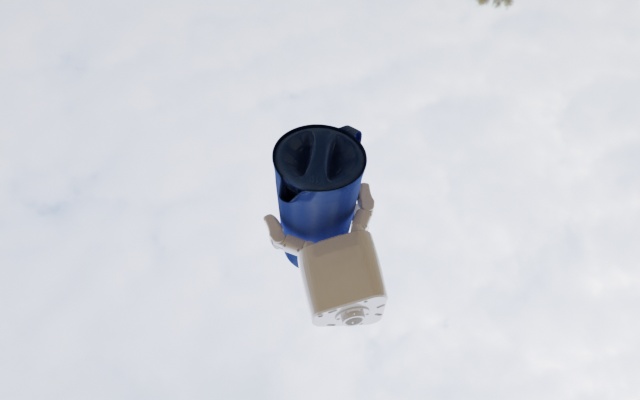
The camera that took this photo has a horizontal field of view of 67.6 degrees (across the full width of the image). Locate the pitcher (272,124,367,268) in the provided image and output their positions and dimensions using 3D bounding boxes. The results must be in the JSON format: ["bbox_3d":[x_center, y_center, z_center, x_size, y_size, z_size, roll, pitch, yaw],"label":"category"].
[{"bbox_3d":[0.000,0.003,0.761,0.149,0.145,0.243,-8,-38,-9],"label":"pitcher"}]
